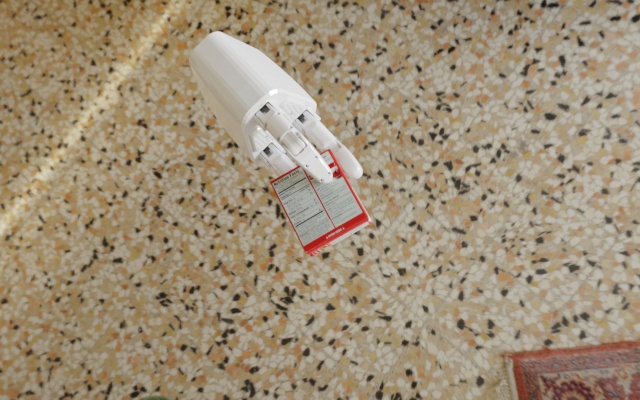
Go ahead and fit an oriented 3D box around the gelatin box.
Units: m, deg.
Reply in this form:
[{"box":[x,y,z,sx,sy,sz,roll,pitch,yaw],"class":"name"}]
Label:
[{"box":[0.000,0.002,0.494,0.073,0.089,0.030,-30,-18,5],"class":"gelatin box"}]
